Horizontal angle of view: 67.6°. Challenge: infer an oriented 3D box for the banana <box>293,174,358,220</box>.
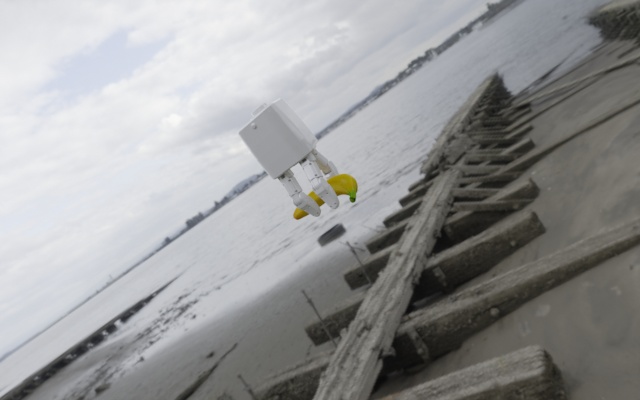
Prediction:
[{"bbox_3d":[0.012,-0.011,0.884,0.198,0.037,0.069,-22,26,56],"label":"banana"}]
